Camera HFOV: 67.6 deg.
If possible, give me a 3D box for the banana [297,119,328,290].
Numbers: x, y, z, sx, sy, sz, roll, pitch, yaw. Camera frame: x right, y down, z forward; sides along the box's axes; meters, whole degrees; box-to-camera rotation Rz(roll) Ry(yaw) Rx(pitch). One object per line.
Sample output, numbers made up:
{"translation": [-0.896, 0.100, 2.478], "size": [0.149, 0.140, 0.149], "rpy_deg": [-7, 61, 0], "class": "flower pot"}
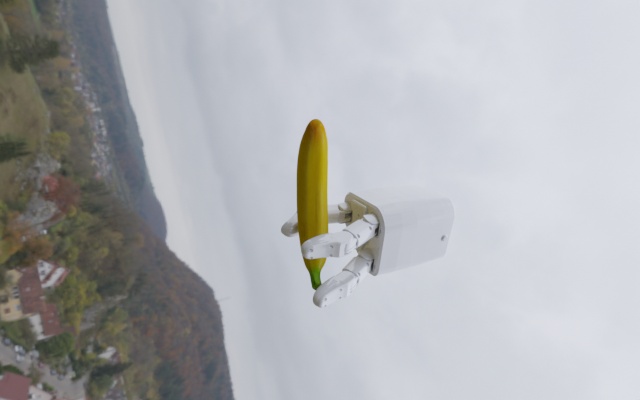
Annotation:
{"translation": [-0.006, 0.001, 0.567], "size": [0.037, 0.198, 0.069], "rpy_deg": [-7, 14, -18], "class": "banana"}
